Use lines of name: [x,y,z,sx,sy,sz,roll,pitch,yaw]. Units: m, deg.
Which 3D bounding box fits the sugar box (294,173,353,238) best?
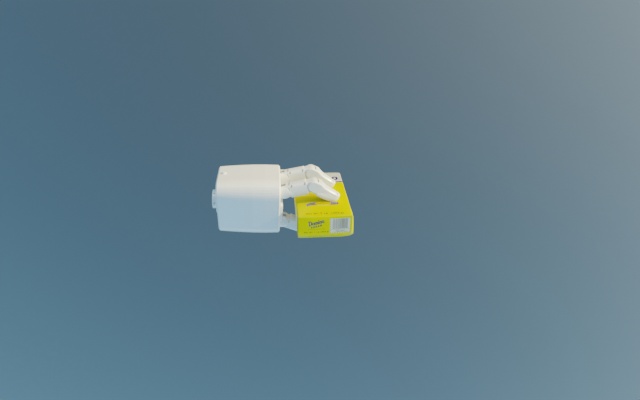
sugar box: [0.000,0.002,0.848,0.093,0.048,0.176,-2,29,-6]
